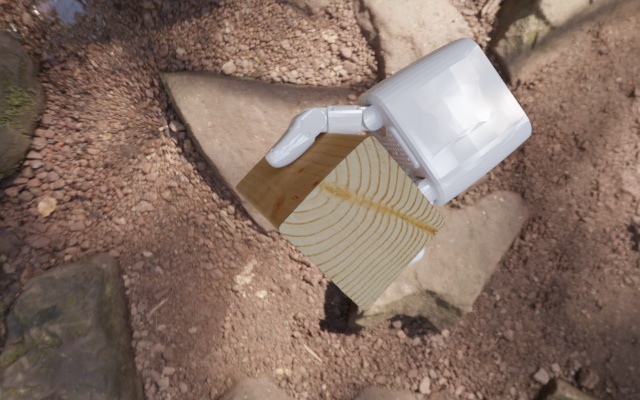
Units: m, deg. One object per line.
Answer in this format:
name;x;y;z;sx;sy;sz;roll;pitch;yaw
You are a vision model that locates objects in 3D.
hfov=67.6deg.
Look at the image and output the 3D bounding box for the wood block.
wood block;0.000;0.001;0.418;0.091;0.090;0.206;46;-7;-19
